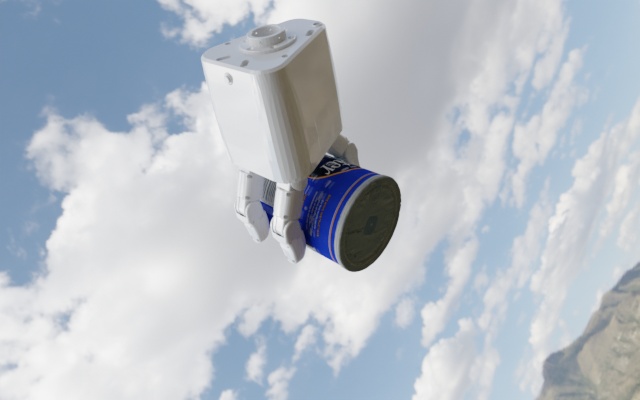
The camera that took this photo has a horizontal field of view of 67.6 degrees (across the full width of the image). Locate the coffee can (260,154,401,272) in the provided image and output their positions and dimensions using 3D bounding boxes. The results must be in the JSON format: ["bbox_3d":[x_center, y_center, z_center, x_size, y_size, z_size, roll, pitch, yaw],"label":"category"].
[{"bbox_3d":[0.000,0.002,0.514,0.140,0.103,0.103,24,14,36],"label":"coffee can"}]
